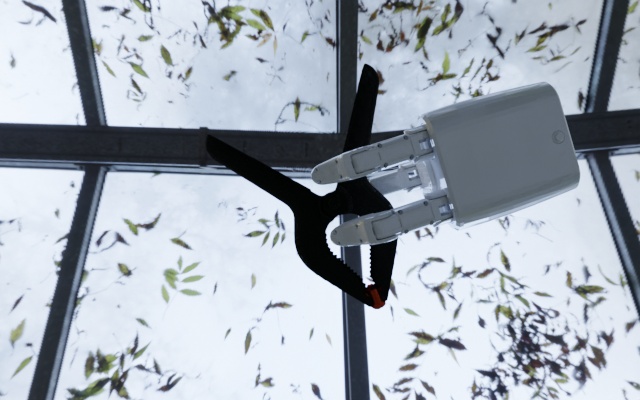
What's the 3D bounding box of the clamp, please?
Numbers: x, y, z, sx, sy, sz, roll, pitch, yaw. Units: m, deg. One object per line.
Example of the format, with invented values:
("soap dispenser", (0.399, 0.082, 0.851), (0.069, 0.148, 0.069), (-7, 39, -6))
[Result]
("clamp", (0.000, 0.002, 0.428), (0.164, 0.210, 0.036), (-17, 2, 1))
